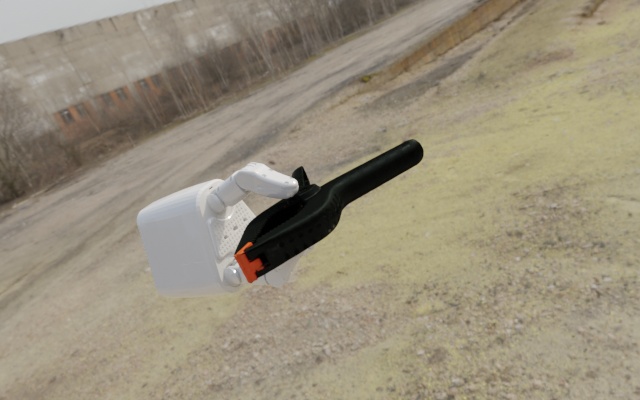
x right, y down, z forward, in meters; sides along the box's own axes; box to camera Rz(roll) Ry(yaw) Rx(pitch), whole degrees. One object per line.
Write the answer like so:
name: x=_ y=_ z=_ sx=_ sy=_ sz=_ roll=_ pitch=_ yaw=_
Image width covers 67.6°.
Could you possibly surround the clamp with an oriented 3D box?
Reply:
clamp: x=-0.001 y=0.001 z=0.445 sx=0.164 sy=0.036 sz=0.210 roll=-14 pitch=20 yaw=33
